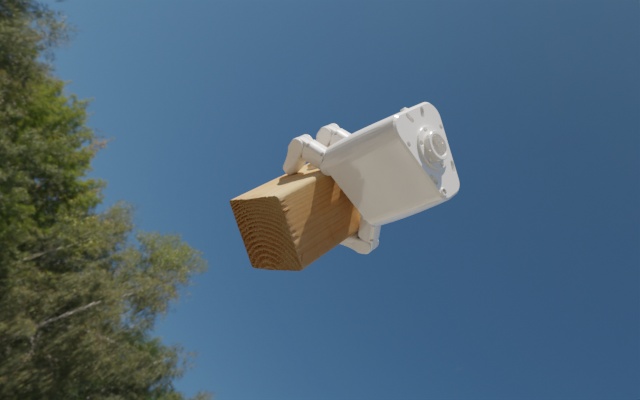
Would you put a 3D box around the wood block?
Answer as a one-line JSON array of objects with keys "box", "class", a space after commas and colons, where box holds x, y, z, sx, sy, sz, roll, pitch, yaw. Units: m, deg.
[{"box": [0.001, 0.002, 0.609, 0.090, 0.091, 0.206, -5, 17, 43], "class": "wood block"}]
